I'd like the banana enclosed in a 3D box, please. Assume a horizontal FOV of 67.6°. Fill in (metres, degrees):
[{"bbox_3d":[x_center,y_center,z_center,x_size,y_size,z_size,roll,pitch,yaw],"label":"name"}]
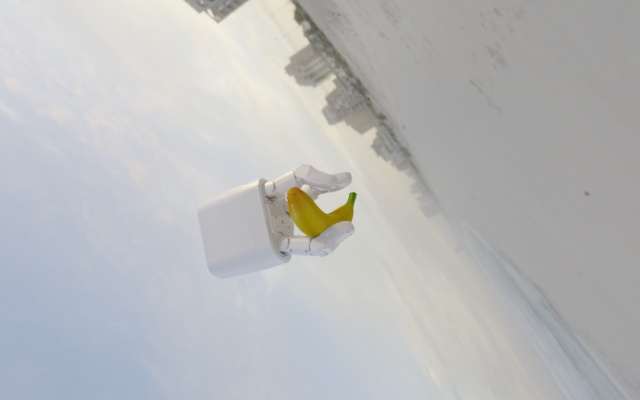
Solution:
[{"bbox_3d":[0.003,0.021,0.634,0.037,0.069,0.198,-4,-2,23],"label":"banana"}]
